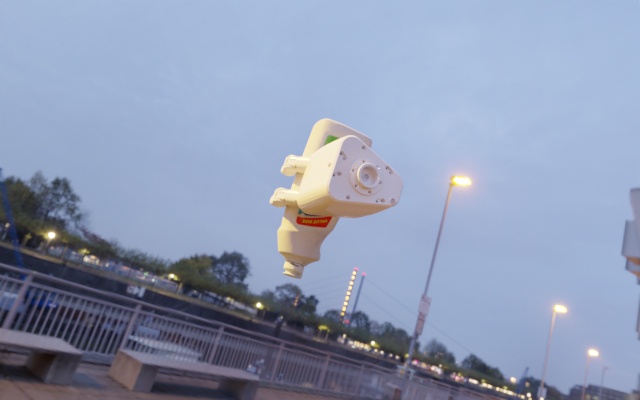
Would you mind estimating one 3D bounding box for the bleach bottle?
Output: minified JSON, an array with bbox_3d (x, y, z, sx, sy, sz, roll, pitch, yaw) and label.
[{"bbox_3d":[0.000,0.002,0.758,0.102,0.250,0.068,23,-16,-18],"label":"bleach bottle"}]
